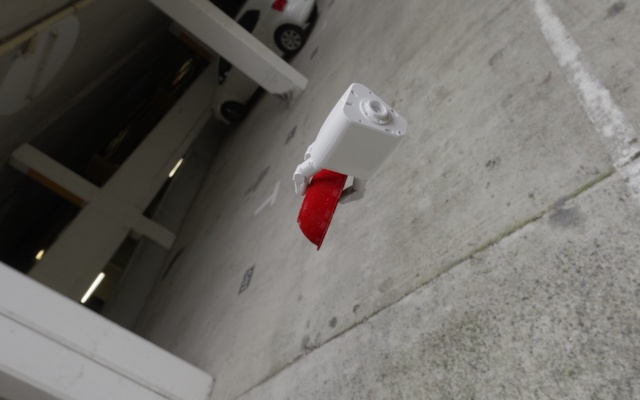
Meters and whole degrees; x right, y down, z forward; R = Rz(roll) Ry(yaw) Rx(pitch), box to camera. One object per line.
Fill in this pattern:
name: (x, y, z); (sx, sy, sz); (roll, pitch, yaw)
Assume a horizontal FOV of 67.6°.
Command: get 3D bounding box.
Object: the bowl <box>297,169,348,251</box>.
bowl: (-0.001, 0.004, 0.829); (0.055, 0.162, 0.162); (20, 0, 1)
